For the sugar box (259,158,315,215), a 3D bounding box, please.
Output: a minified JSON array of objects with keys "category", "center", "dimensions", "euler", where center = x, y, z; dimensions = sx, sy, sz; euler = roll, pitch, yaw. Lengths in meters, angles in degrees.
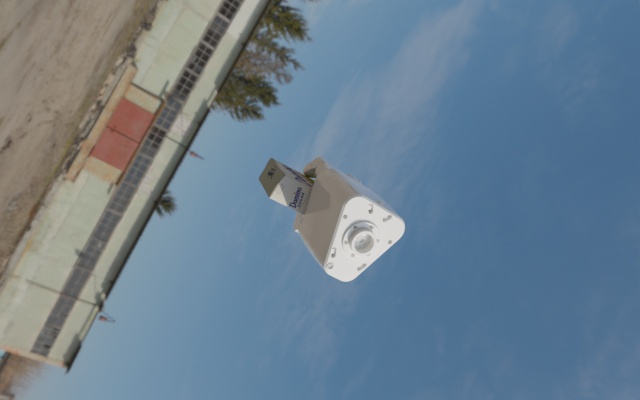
[{"category":"sugar box","center":[0.001,0.002,0.704],"dimensions":[0.176,0.048,0.093],"euler":[30,8,-24]}]
